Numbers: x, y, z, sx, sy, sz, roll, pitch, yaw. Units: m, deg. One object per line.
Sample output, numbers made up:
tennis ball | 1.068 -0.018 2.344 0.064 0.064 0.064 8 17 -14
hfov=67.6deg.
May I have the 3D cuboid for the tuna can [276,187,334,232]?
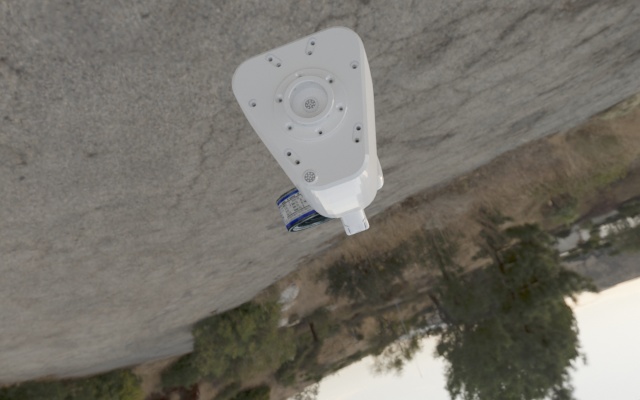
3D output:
tuna can | 0.000 0.002 0.488 0.086 0.033 0.086 -22 -9 -4
